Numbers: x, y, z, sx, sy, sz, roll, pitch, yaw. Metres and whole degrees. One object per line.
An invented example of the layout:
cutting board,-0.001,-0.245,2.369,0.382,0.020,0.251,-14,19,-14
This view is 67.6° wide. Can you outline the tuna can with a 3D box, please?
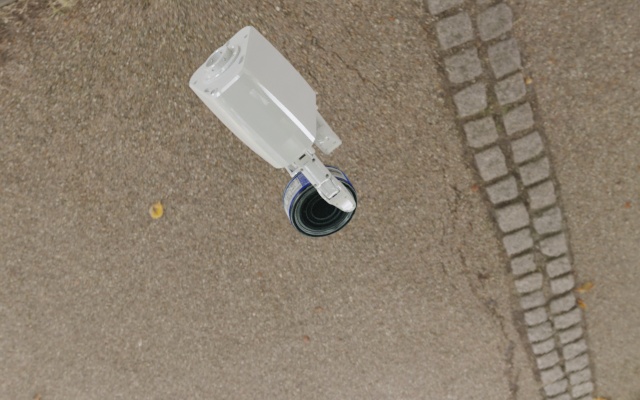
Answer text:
tuna can,0.000,0.002,0.567,0.086,0.086,0.033,0,34,-23
